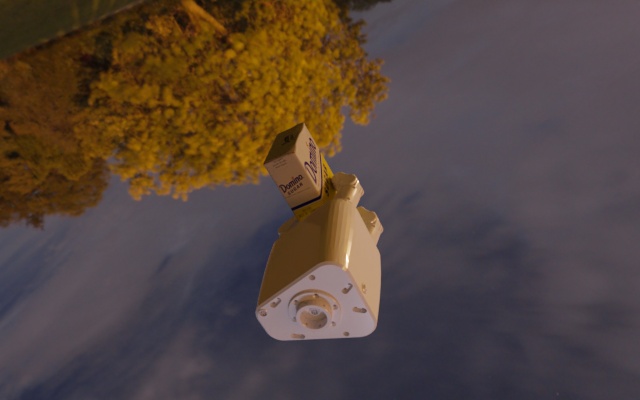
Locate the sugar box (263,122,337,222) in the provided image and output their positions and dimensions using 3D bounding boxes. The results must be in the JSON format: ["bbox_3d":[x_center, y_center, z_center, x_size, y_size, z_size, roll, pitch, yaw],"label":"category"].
[{"bbox_3d":[0.001,0.002,0.576,0.048,0.176,0.093,-21,25,16],"label":"sugar box"}]
